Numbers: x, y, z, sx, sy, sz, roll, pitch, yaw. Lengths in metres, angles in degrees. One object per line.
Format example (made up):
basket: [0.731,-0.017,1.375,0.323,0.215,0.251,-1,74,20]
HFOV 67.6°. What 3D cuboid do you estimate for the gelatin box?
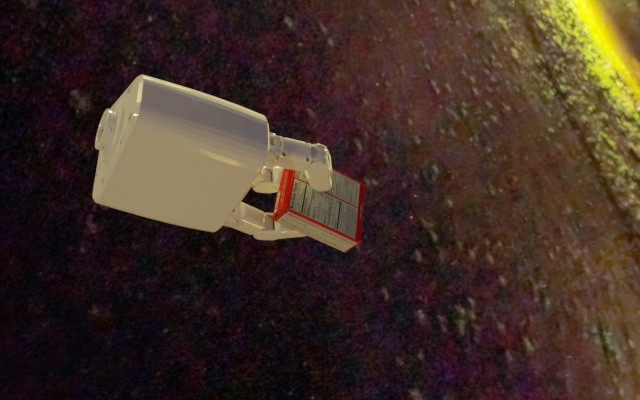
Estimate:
gelatin box: [0.001,0.001,0.478,0.089,0.073,0.030,25,-39,-23]
